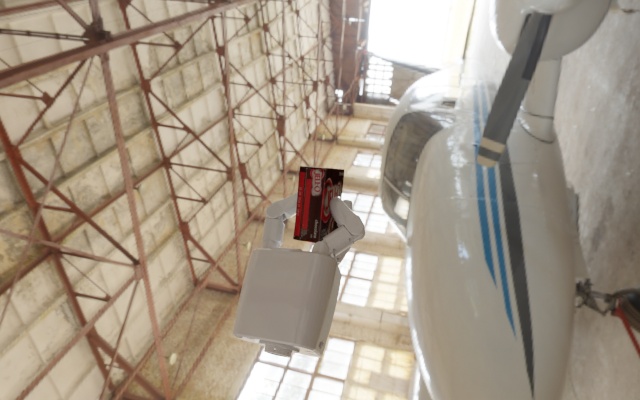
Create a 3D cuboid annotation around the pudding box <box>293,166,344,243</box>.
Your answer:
[{"bbox_3d":[0.000,0.002,0.610,0.039,0.090,0.113,7,5,11],"label":"pudding box"}]
